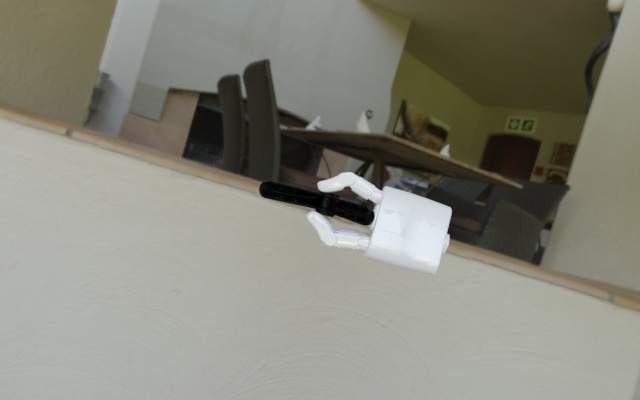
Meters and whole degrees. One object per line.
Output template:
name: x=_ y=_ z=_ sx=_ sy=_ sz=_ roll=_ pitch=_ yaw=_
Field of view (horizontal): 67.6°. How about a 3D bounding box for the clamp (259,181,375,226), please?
clamp: x=0.001 y=0.002 z=0.736 sx=0.164 sy=0.036 sz=0.210 roll=16 pitch=2 yaw=4
